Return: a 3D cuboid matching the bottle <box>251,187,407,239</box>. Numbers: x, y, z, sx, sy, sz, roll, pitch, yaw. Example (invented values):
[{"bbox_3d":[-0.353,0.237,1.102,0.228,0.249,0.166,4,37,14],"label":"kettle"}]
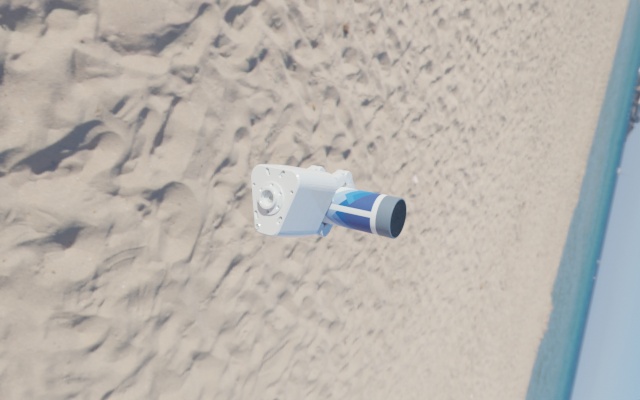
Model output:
[{"bbox_3d":[0.000,0.003,0.833,0.295,0.069,0.069,12,6,31],"label":"bottle"}]
